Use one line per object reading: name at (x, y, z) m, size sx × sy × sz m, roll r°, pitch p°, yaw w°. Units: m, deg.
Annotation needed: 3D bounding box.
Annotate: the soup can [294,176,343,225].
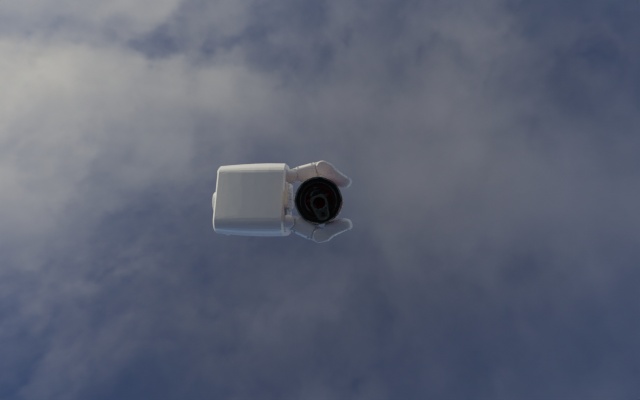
soup can at (0.001, 0.002, 0.723) m, size 0.068 × 0.068 × 0.102 m, roll 0°, pitch -3°, yaw 4°
